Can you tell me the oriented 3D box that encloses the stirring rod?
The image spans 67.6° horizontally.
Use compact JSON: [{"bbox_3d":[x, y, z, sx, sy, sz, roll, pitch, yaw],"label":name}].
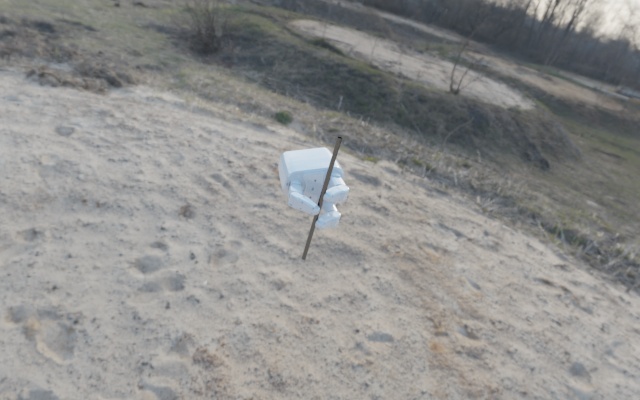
[{"bbox_3d":[0.000,0.003,0.819,0.011,0.240,0.011,13,26,-7],"label":"stirring rod"}]
